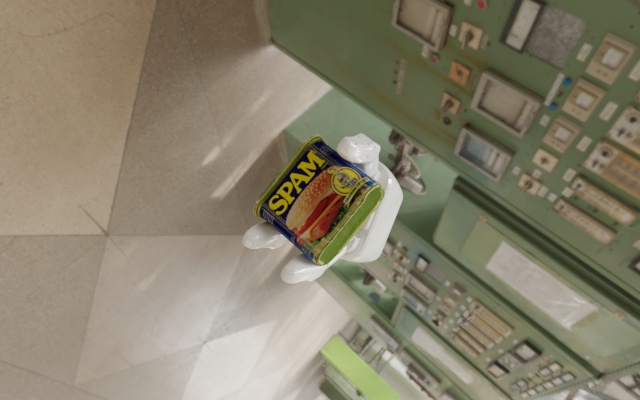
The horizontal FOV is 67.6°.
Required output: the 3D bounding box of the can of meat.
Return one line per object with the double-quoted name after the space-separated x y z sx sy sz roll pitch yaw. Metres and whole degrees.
0.000 0.002 0.466 0.084 0.102 0.057 39 0 21 "can of meat"
